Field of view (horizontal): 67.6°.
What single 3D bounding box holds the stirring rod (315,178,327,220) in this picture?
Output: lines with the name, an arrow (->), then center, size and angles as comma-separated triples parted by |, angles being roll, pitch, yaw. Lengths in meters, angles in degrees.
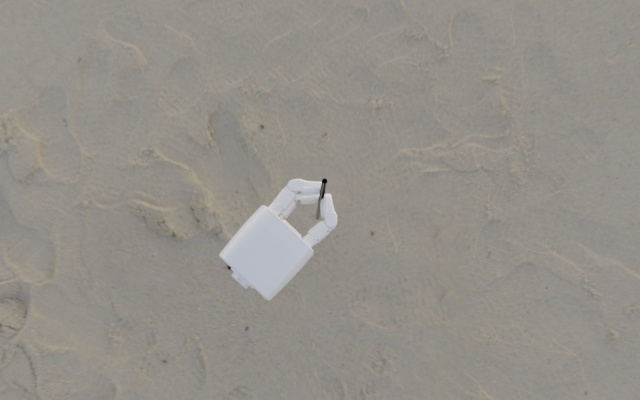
stirring rod -> 0.000, 0.003, 0.823 | 0.011, 0.011, 0.239 | 0, -15, -3
